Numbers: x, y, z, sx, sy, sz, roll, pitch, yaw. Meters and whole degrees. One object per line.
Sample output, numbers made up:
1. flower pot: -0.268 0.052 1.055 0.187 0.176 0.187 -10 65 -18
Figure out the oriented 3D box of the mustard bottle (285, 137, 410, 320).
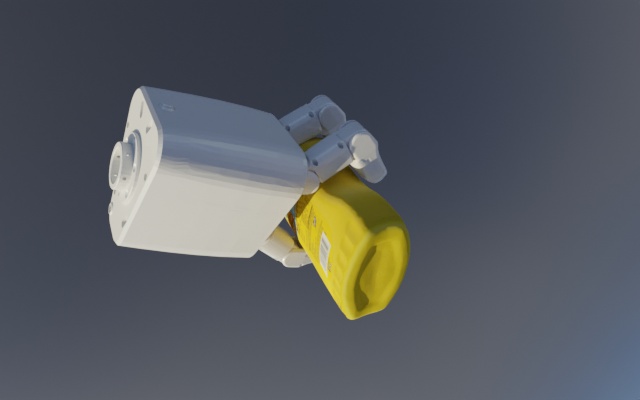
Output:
1. mustard bottle: 0.000 0.001 0.409 0.058 0.096 0.191 -14 41 -22
